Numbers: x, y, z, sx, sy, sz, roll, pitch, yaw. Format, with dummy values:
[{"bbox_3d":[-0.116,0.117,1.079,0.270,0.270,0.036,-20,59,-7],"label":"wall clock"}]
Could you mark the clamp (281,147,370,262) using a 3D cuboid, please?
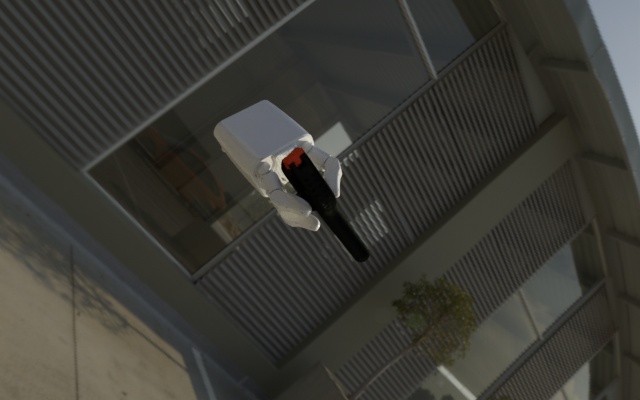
[{"bbox_3d":[0.000,0.001,0.663,0.164,0.036,0.210,42,-11,26],"label":"clamp"}]
